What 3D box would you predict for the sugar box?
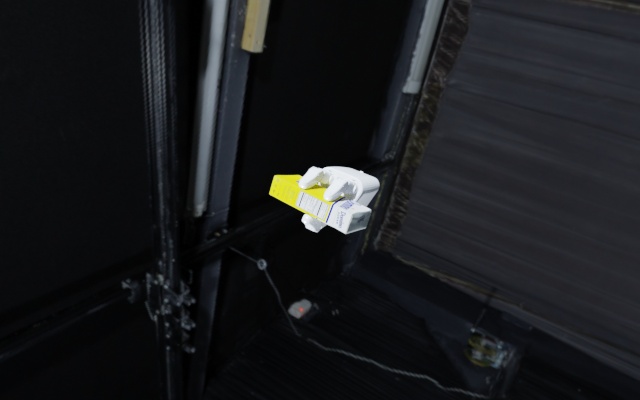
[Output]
[{"bbox_3d":[0.000,0.002,0.898,0.176,0.048,0.093,23,14,24],"label":"sugar box"}]
